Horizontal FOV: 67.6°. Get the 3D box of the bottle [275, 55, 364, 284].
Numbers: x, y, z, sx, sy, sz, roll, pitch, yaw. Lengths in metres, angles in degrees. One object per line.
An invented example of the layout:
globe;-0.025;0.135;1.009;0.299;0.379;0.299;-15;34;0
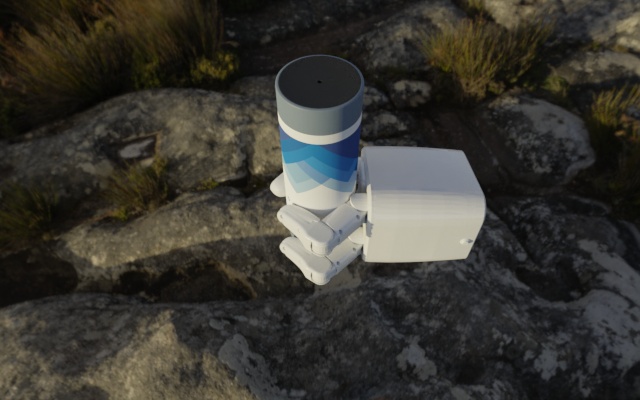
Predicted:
bottle;0.000;0.001;0.471;0.069;0.069;0.296;0;-38;0
